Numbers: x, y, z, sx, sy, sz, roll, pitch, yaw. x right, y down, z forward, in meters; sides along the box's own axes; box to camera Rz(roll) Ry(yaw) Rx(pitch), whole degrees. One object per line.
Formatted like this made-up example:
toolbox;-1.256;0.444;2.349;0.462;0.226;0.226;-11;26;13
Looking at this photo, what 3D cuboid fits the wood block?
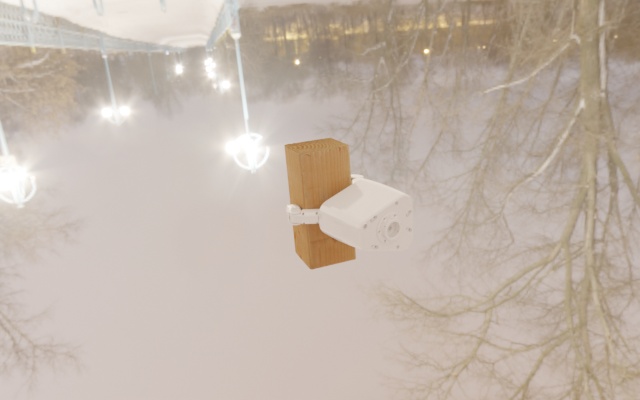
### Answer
wood block;0.000;0.003;0.840;0.091;0.206;0.090;-11;19;-18
